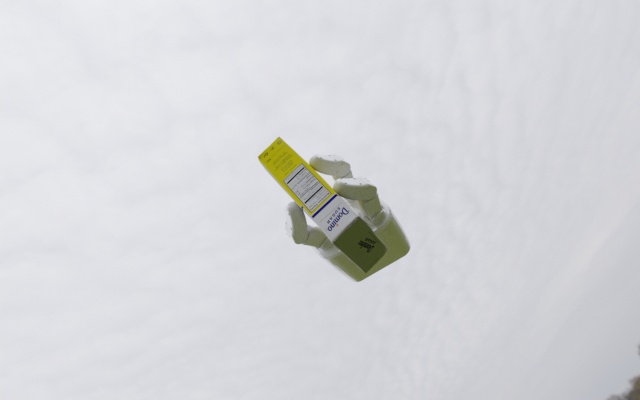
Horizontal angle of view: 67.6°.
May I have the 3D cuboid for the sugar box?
[{"bbox_3d":[0.000,0.001,0.569,0.176,0.048,0.093,43,-2,39],"label":"sugar box"}]
